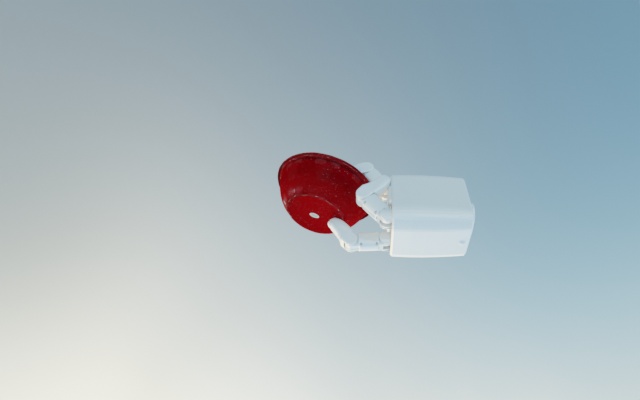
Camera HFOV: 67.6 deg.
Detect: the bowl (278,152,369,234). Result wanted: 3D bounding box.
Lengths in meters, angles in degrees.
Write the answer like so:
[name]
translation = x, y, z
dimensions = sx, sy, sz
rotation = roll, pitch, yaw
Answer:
[bowl]
translation = -0.001, 0.003, 0.738
dimensions = 0.162, 0.055, 0.162
rotation = 14, -38, 11
